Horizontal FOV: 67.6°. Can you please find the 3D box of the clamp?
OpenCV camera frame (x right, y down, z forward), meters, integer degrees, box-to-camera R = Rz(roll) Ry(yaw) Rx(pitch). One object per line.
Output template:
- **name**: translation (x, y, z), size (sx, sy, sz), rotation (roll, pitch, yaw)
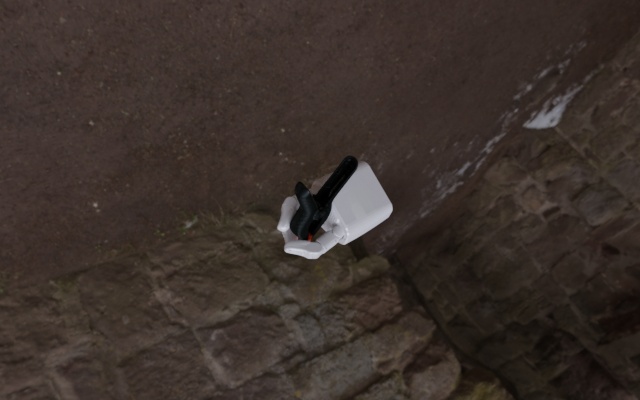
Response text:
- **clamp**: translation (0.000, 0.003, 0.740), size (0.120, 0.039, 0.172), rotation (-28, -23, -27)
